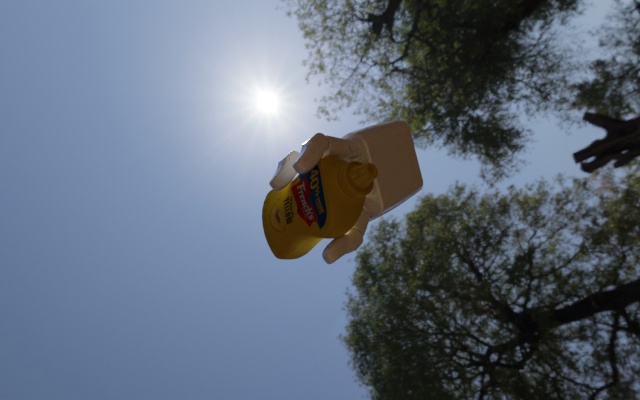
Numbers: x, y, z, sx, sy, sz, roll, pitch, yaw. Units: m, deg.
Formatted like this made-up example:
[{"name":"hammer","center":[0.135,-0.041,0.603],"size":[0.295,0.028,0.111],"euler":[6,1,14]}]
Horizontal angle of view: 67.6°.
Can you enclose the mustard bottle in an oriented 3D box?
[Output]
[{"name":"mustard bottle","center":[0.000,0.002,0.572],"size":[0.058,0.096,0.192],"euler":[6,-24,-36]}]
